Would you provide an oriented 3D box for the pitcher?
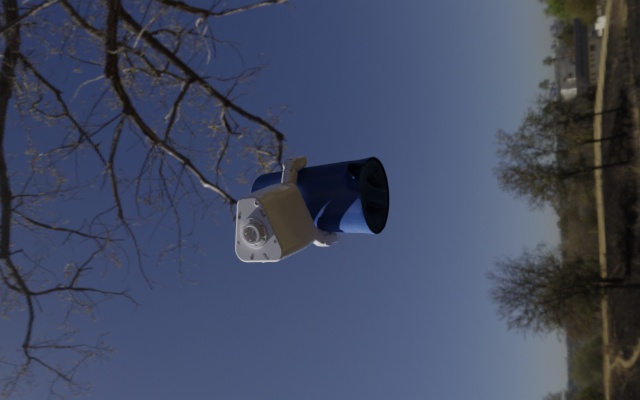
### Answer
[{"bbox_3d":[0.000,0.003,0.881,0.243,0.149,0.145,-3,11,29],"label":"pitcher"}]
